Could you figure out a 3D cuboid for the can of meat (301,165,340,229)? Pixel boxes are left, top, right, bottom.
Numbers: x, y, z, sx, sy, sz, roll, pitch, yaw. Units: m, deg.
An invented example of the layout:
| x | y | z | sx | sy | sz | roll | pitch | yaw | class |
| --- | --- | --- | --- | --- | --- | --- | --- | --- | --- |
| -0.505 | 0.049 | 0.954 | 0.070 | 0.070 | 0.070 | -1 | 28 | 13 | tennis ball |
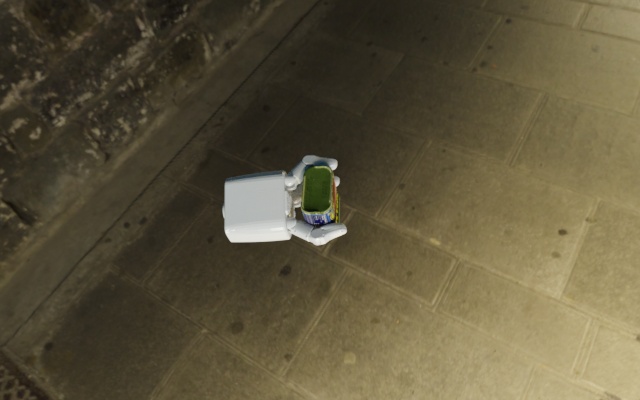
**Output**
| x | y | z | sx | sy | sz | roll | pitch | yaw | class |
| --- | --- | --- | --- | --- | --- | --- | --- | --- | --- |
| 0.000 | 0.003 | 0.818 | 0.057 | 0.102 | 0.084 | -3 | -34 | 8 | can of meat |
